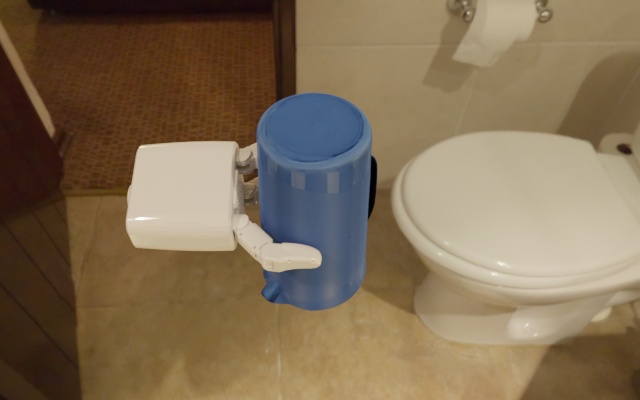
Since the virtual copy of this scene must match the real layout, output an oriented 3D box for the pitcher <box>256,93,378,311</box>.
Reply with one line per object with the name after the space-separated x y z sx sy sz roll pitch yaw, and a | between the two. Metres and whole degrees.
0.000 0.002 0.532 0.145 0.149 0.243 1 -40 -1 | pitcher
